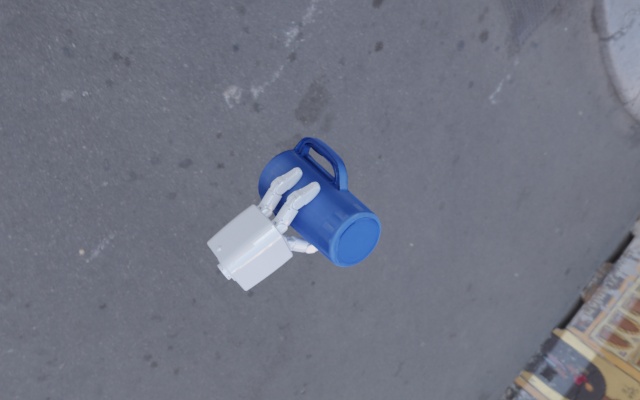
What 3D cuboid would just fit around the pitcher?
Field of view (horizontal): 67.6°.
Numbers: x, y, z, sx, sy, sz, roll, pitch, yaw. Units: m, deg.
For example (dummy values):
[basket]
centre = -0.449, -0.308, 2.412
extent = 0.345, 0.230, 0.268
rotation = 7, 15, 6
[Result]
[pitcher]
centre = 0.000, 0.003, 0.865
extent = 0.145, 0.149, 0.242
rotation = -37, 44, -13
